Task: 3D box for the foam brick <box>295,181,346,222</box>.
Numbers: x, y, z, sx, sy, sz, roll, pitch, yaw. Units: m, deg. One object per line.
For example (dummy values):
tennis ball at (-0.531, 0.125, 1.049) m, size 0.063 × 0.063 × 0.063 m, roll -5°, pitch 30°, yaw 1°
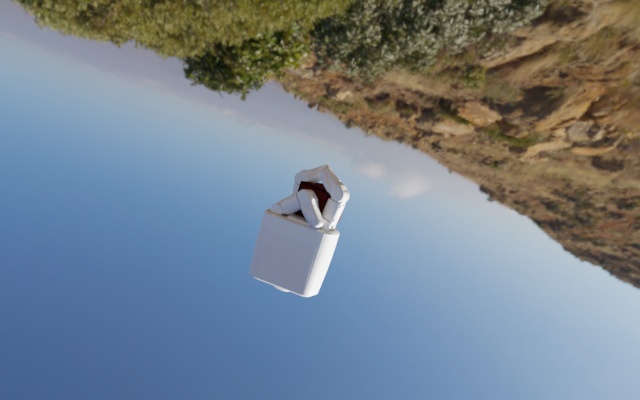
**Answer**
foam brick at (0.000, 0.002, 0.754) m, size 0.053 × 0.051 × 0.078 m, roll 21°, pitch 9°, yaw 27°
